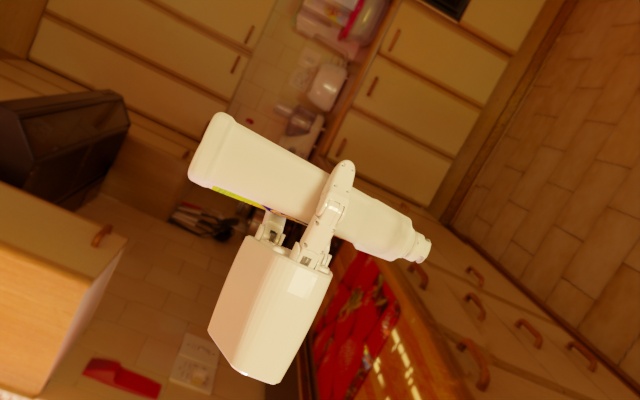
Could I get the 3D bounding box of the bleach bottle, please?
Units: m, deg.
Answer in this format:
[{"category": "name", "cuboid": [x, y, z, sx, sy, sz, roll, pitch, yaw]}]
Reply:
[{"category": "bleach bottle", "cuboid": [0.000, 0.001, 0.473, 0.251, 0.068, 0.102, 25, -4, -12]}]
